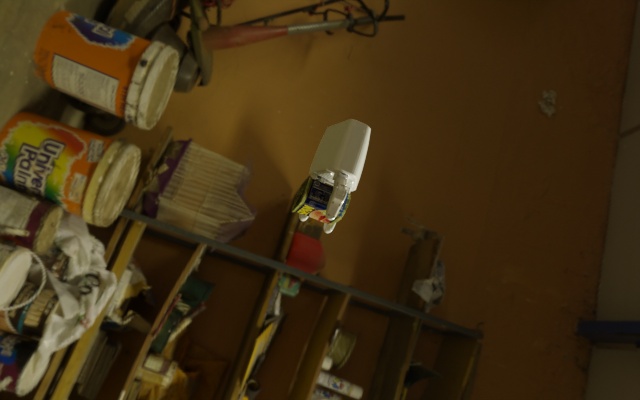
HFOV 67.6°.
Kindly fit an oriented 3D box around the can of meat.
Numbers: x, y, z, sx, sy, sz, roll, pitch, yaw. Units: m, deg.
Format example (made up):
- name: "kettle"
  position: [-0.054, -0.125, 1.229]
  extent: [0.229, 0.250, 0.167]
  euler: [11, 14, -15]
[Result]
- name: "can of meat"
  position: [0.000, 0.003, 0.893]
  extent: [0.084, 0.057, 0.102]
  euler: [21, -17, -10]
